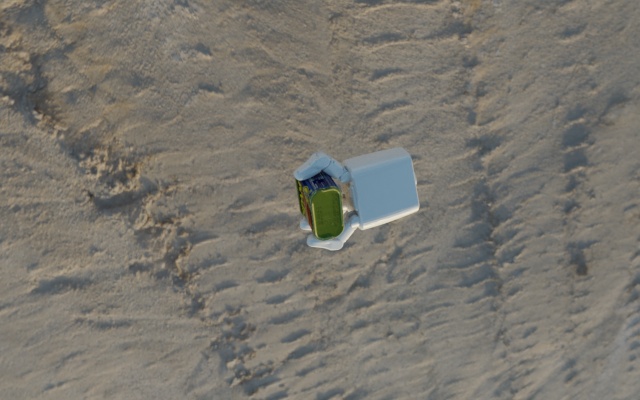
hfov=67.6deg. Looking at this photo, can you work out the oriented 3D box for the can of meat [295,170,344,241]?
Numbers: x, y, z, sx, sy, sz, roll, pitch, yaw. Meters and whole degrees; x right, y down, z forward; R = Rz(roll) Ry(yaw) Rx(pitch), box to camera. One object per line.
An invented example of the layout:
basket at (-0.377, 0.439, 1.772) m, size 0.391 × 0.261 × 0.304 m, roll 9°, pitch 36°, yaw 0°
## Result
can of meat at (0.000, 0.003, 0.774) m, size 0.057 × 0.102 × 0.084 m, roll -14°, pitch 34°, yaw -11°
